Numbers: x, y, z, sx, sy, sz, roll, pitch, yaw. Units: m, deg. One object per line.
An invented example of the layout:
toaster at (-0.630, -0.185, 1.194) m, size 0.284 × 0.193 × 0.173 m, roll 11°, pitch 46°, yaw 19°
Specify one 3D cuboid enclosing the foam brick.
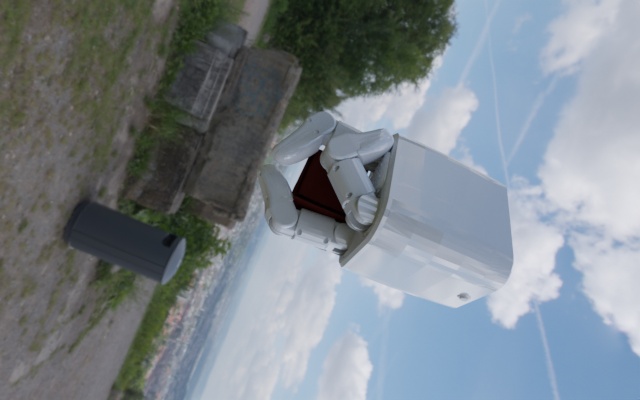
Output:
foam brick at (0.000, 0.001, 0.421) m, size 0.051 × 0.053 × 0.078 m, roll 23°, pitch -29°, yaw -5°
